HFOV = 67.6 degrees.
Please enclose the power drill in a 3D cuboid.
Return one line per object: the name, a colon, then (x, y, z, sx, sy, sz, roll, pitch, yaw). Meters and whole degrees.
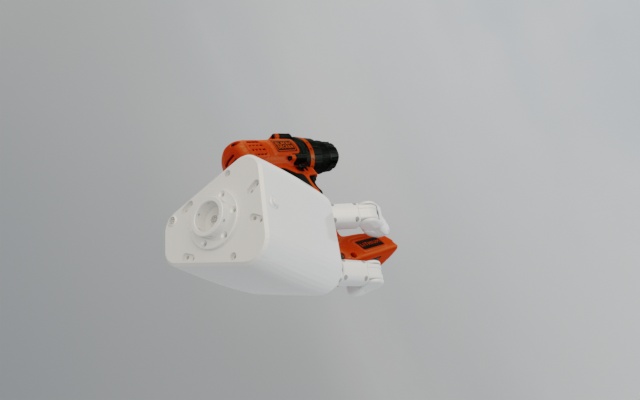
power drill: (0.000, 0.002, 0.541, 0.184, 0.187, 0.057, -12, -34, -51)
